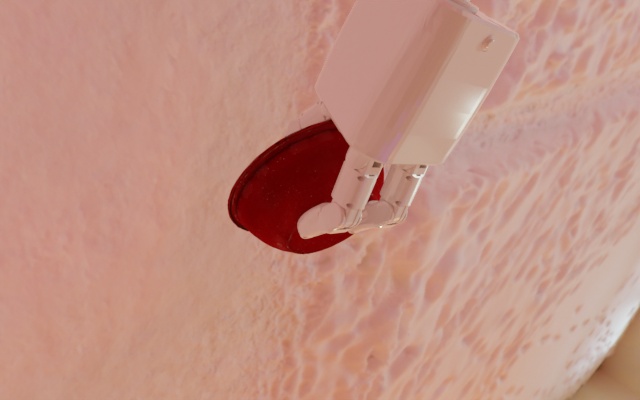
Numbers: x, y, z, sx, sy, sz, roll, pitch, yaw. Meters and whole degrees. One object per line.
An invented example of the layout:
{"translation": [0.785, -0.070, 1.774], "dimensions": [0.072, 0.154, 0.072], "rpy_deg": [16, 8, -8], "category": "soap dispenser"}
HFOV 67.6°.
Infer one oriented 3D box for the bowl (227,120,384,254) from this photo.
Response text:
{"translation": [0.000, 0.003, 0.440], "dimensions": [0.162, 0.055, 0.162], "rpy_deg": [-23, -27, -13], "category": "bowl"}
